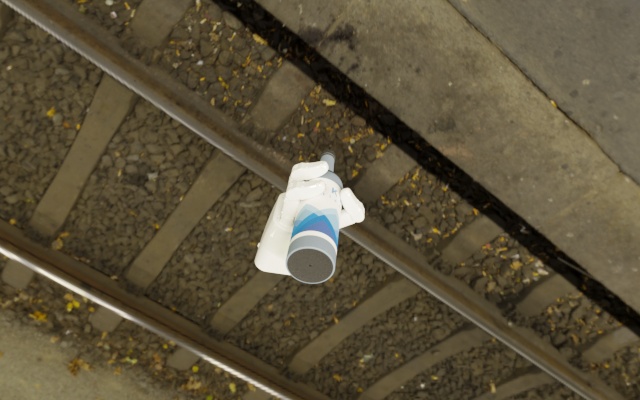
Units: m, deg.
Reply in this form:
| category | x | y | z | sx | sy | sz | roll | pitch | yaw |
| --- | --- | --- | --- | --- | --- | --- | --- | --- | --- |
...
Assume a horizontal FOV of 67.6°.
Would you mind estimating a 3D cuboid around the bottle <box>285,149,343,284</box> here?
| category | x | y | z | sx | sy | sz | roll | pitch | yaw |
| --- | --- | --- | --- | --- | --- | --- | --- | --- | --- |
| bottle | 0.000 | 0.003 | 0.751 | 0.069 | 0.069 | 0.295 | 0 | 35 | 7 |
